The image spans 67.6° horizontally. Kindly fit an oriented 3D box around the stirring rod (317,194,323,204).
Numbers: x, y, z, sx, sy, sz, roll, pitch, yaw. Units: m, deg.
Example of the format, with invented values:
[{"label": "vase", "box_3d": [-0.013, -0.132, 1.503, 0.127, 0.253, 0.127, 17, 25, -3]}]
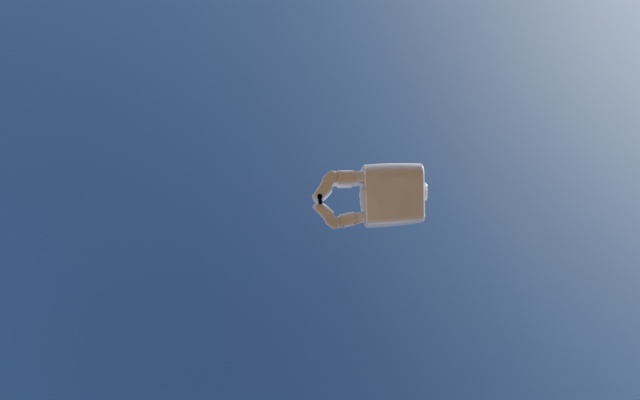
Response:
[{"label": "stirring rod", "box_3d": [0.000, 0.003, 0.860, 0.011, 0.011, 0.239, 0, -4, 1]}]
